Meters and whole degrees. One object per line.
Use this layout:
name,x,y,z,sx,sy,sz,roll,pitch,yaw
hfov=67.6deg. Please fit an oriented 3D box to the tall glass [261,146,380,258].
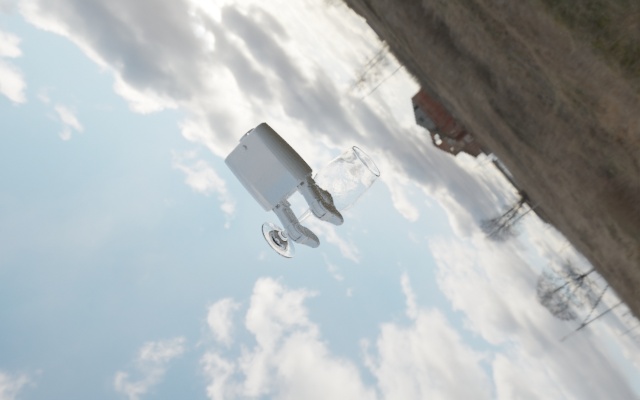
tall glass,0.000,0.003,0.756,0.201,0.079,0.079,-41,-16,19
